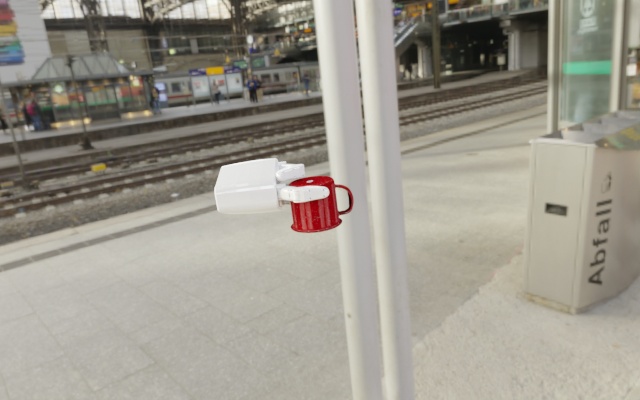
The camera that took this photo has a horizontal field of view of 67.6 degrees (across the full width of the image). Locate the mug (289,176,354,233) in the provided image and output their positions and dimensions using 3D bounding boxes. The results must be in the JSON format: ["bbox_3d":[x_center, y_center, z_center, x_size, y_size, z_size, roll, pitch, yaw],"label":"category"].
[{"bbox_3d":[0.002,0.002,0.842,0.117,0.081,0.093,-7,14,1],"label":"mug"}]
